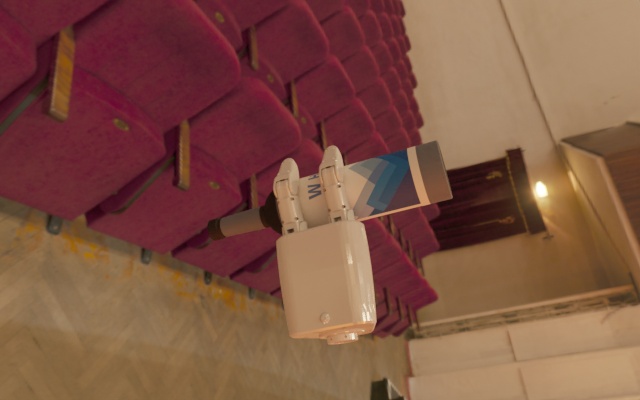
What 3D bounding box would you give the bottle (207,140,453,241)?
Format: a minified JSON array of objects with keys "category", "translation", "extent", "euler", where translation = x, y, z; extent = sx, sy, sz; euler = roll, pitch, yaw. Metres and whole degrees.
[{"category":"bottle","translation":[0.000,0.002,0.565],"extent":[0.296,0.069,0.069],"euler":[-15,-4,16]}]
